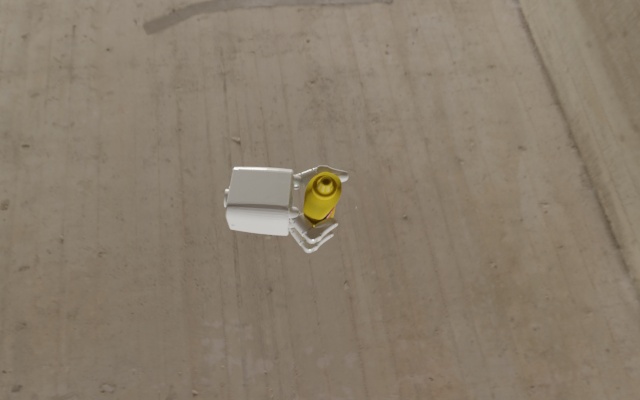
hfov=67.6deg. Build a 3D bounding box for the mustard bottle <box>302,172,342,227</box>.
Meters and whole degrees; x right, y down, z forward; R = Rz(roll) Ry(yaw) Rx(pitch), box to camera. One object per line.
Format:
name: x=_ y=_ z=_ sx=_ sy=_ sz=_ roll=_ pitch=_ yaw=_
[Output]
mustard bottle: x=0.000 y=0.003 z=0.838 sx=0.058 sy=0.096 sz=0.192 roll=27 pitch=-21 yaw=6
